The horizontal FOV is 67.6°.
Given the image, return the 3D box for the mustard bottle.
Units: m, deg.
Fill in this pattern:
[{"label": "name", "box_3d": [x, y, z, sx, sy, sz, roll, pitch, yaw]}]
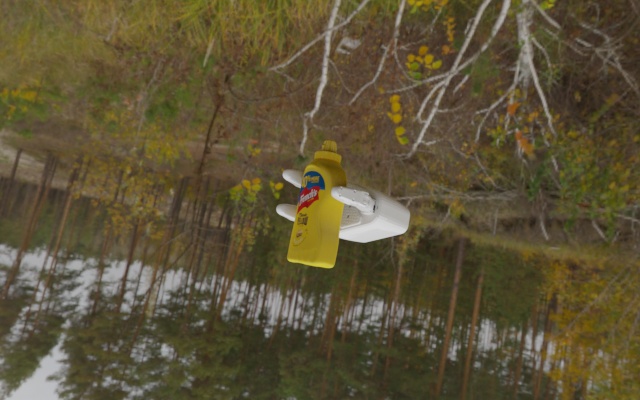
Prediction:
[{"label": "mustard bottle", "box_3d": [0.000, 0.003, 0.722, 0.058, 0.191, 0.096, 14, -10, -27]}]
